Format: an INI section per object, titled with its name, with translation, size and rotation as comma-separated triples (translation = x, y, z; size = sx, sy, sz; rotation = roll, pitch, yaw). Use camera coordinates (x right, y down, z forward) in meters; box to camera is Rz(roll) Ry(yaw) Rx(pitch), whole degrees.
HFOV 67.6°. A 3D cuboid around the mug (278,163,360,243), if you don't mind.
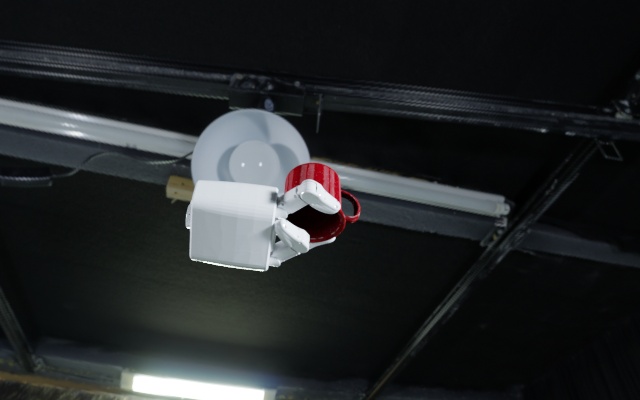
[mug]
translation = 0.002, 0.002, 0.683
size = 0.117, 0.081, 0.093
rotation = 8, -43, -8
